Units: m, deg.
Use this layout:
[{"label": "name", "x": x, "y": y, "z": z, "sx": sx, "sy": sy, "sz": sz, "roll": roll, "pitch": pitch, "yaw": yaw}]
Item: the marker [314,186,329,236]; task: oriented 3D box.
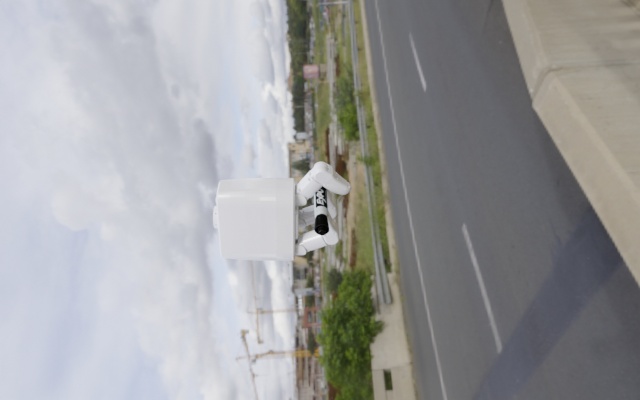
[{"label": "marker", "x": 0.000, "y": 0.002, "z": 0.637, "sx": 0.020, "sy": 0.020, "sz": 0.121, "roll": 0, "pitch": 40, "yaw": -2}]
